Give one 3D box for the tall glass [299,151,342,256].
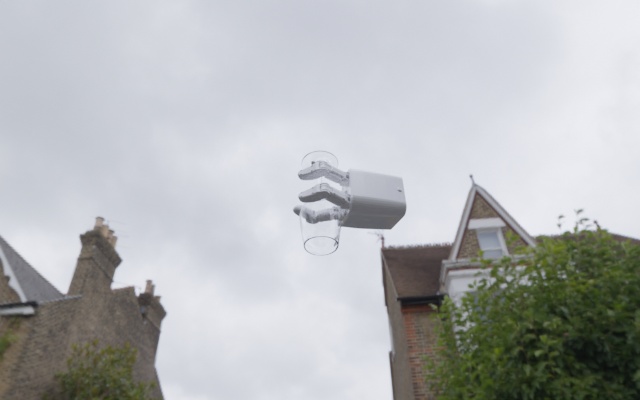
[{"bbox_3d":[0.000,0.002,0.899,0.079,0.200,0.079,0,-39,0],"label":"tall glass"}]
